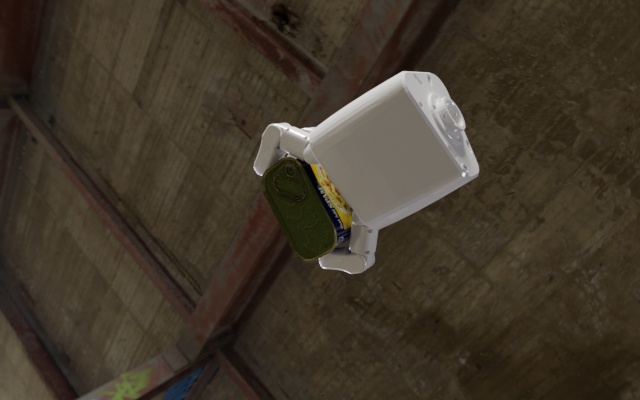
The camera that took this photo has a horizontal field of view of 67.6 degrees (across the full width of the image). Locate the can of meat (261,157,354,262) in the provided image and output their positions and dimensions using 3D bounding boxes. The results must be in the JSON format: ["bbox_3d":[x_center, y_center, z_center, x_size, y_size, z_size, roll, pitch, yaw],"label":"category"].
[{"bbox_3d":[0.000,0.002,0.493,0.057,0.102,0.084,-32,-8,35],"label":"can of meat"}]
